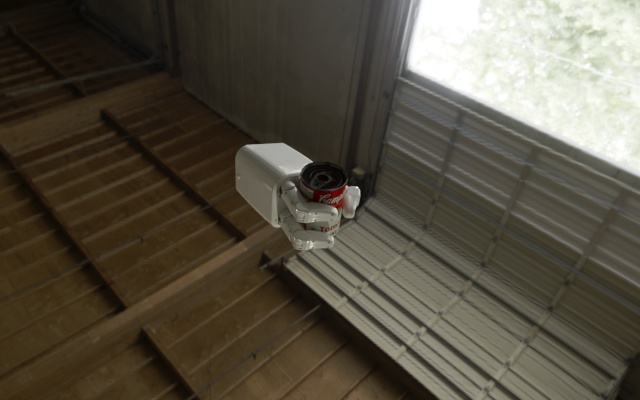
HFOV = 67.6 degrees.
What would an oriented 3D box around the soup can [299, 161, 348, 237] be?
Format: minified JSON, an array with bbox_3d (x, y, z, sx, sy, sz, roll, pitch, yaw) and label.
[{"bbox_3d":[0.001,0.003,0.708,0.068,0.102,0.068,4,40,-4],"label":"soup can"}]
